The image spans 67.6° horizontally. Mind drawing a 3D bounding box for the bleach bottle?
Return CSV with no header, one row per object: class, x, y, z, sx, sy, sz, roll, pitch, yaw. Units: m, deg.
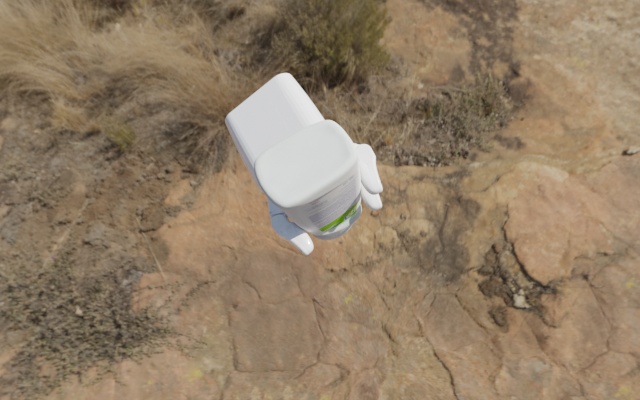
bleach bottle,0.000,0.002,0.571,0.102,0.068,0.251,-31,-20,-5
